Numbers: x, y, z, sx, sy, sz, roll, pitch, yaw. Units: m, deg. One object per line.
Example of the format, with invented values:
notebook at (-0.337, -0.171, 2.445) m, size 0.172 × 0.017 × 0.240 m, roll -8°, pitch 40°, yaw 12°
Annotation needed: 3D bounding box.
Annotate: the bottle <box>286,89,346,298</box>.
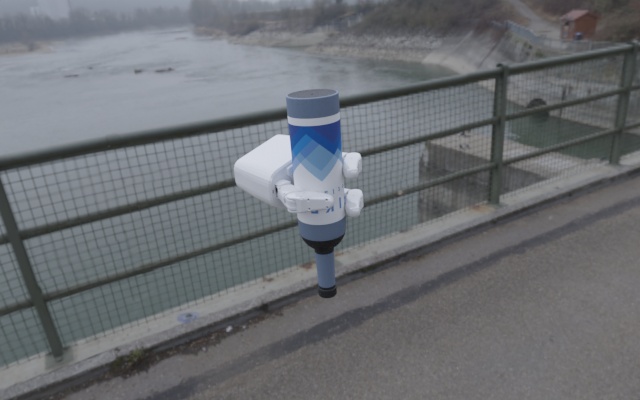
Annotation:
bottle at (0.000, 0.002, 0.652) m, size 0.069 × 0.296 × 0.069 m, roll -4°, pitch 22°, yaw 2°
